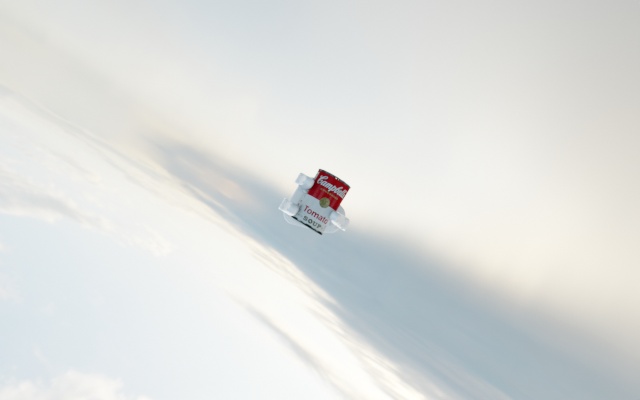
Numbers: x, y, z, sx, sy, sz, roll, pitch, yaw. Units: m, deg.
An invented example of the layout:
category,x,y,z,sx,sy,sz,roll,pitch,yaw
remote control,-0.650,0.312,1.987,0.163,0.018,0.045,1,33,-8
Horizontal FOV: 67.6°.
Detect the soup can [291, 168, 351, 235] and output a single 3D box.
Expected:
category,x,y,z,sx,sy,sz,roll,pitch,yaw
soup can,0.000,0.003,0.858,0.068,0.102,0.068,31,-4,3
